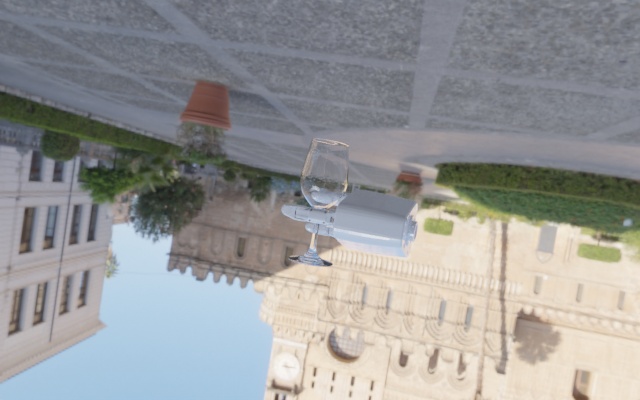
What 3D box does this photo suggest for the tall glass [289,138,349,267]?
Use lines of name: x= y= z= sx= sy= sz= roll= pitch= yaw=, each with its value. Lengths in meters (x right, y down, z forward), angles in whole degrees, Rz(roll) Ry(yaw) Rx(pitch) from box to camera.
tall glass: x=0.000 y=0.003 z=0.783 sx=0.079 sy=0.201 sz=0.079 roll=9 pitch=2 yaw=0
